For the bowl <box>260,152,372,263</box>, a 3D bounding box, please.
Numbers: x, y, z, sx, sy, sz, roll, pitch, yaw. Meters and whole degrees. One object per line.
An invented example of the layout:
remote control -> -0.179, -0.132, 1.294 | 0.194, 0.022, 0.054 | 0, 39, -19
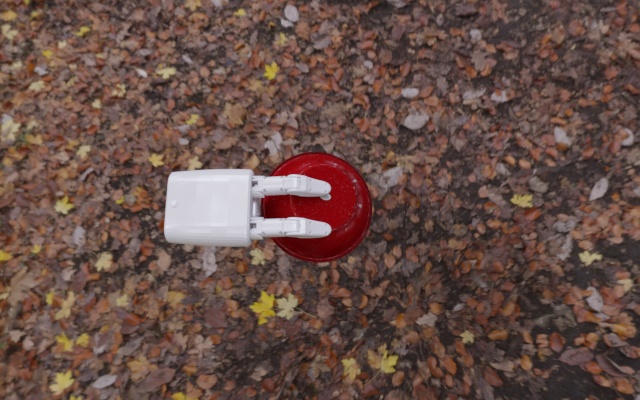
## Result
bowl -> 0.001, 0.002, 0.654 | 0.162, 0.162, 0.055 | 0, -13, -10
